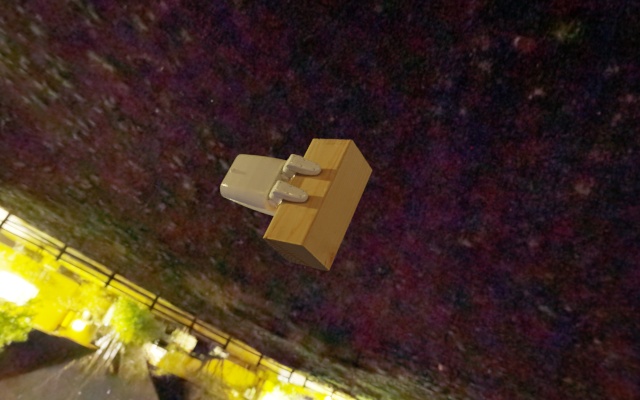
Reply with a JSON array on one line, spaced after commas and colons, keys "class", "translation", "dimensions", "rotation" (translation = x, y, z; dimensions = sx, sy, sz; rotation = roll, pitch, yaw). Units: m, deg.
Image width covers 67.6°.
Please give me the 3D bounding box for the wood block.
[{"class": "wood block", "translation": [0.000, 0.003, 0.821], "dimensions": [0.090, 0.206, 0.091], "rotation": [7, -29, 37]}]
